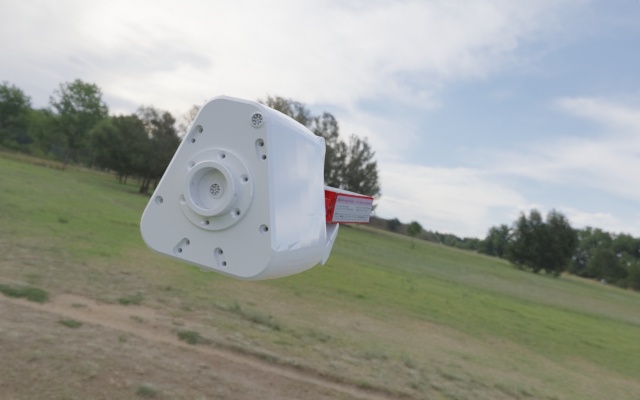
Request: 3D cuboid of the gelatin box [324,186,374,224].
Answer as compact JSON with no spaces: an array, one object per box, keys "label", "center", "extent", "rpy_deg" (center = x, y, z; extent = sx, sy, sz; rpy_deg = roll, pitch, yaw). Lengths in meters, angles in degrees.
[{"label":"gelatin box","center":[0.000,0.001,0.460],"extent":[0.073,0.030,0.089],"rpy_deg":[14,5,28]}]
